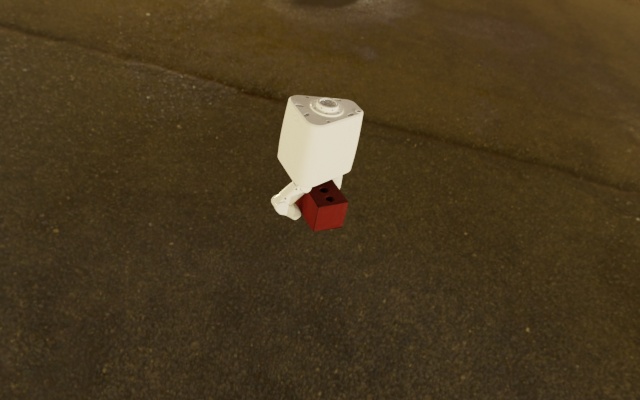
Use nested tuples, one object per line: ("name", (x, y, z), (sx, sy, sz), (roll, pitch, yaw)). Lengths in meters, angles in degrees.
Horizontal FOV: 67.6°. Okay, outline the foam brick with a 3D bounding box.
("foam brick", (0.000, 0.003, 0.751), (0.053, 0.051, 0.078), (-8, 43, -27))
